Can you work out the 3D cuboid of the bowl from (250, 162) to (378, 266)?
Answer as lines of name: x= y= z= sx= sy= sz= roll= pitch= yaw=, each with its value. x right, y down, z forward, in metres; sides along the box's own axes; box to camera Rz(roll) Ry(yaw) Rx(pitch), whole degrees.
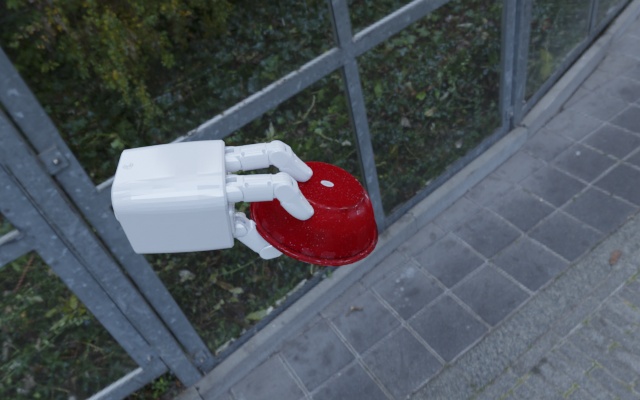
bowl: x=0.001 y=0.001 z=0.568 sx=0.162 sy=0.055 sz=0.162 roll=12 pitch=35 yaw=-9
